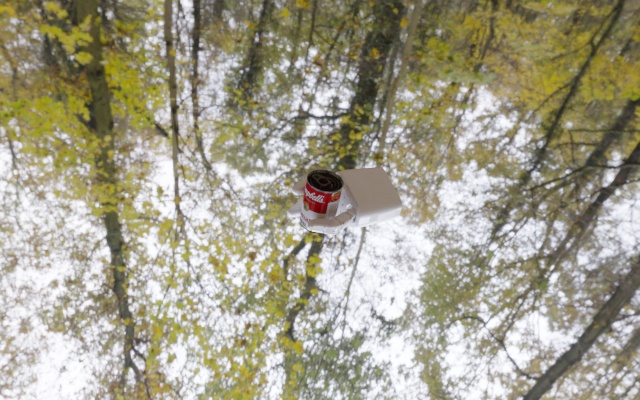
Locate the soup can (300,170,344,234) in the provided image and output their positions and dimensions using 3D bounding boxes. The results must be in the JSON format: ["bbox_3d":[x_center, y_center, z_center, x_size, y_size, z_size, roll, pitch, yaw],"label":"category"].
[{"bbox_3d":[0.000,0.003,0.890,0.068,0.102,0.068,8,38,-6],"label":"soup can"}]
